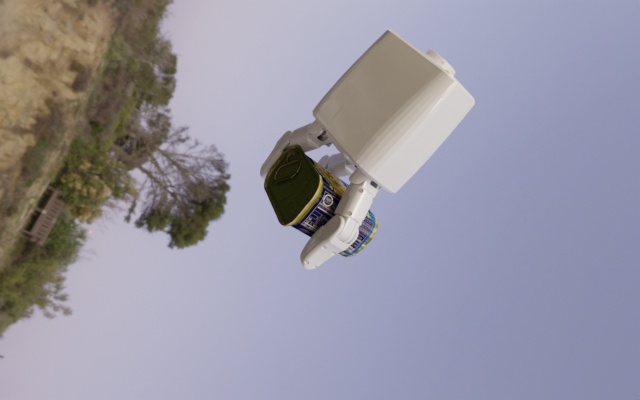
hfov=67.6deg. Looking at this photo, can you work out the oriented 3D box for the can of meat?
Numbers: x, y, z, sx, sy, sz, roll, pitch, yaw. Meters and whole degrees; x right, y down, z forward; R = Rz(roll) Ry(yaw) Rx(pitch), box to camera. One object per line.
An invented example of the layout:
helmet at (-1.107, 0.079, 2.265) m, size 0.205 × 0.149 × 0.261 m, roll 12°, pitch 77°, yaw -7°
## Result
can of meat at (0.000, 0.002, 0.472) m, size 0.084 × 0.057 × 0.102 m, roll 33°, pitch 14°, yaw -32°
